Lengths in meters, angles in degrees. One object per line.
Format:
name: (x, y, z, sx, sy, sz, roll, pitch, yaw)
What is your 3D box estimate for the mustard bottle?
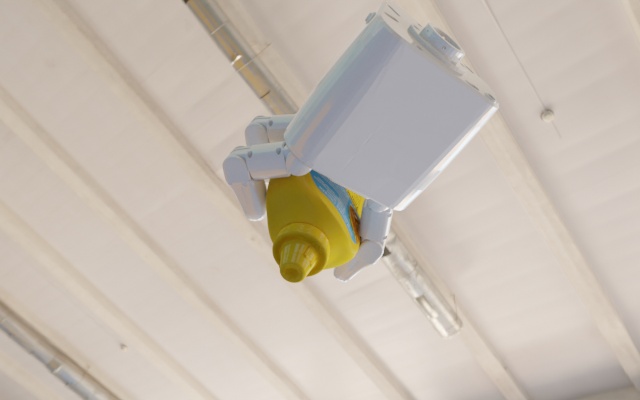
mustard bottle: (0.000, 0.001, 0.401, 0.058, 0.096, 0.191, -23, 23, 23)
